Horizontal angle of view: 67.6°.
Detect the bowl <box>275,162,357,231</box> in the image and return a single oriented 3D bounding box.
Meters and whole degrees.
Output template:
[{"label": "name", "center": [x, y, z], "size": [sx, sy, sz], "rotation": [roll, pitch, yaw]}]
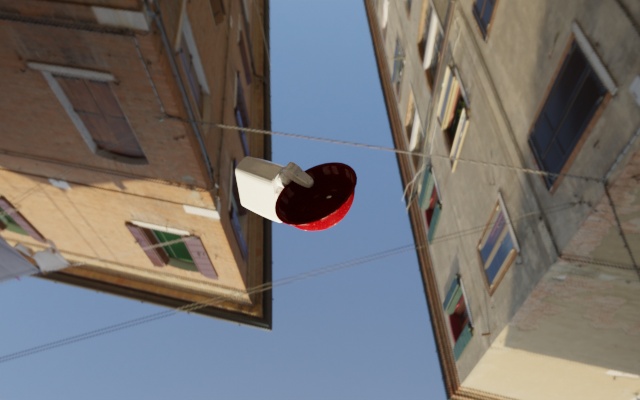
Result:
[{"label": "bowl", "center": [0.001, 0.004, 0.867], "size": [0.162, 0.055, 0.162], "rotation": [-20, 36, 15]}]
